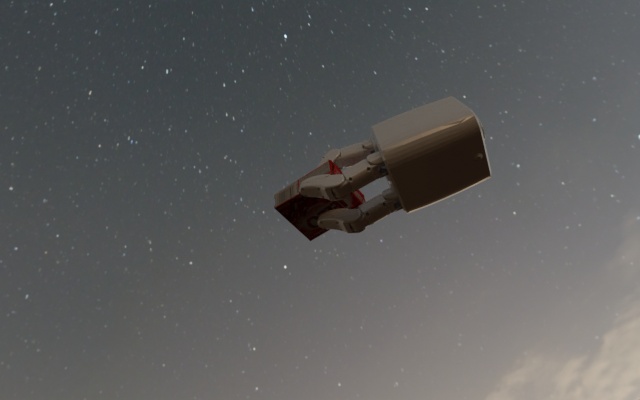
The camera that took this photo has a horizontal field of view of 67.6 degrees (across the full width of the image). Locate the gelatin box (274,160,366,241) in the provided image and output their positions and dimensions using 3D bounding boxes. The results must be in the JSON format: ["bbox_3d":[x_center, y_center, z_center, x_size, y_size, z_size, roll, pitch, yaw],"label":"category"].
[{"bbox_3d":[0.000,0.002,0.581,0.089,0.030,0.073,-30,-53,20],"label":"gelatin box"}]
